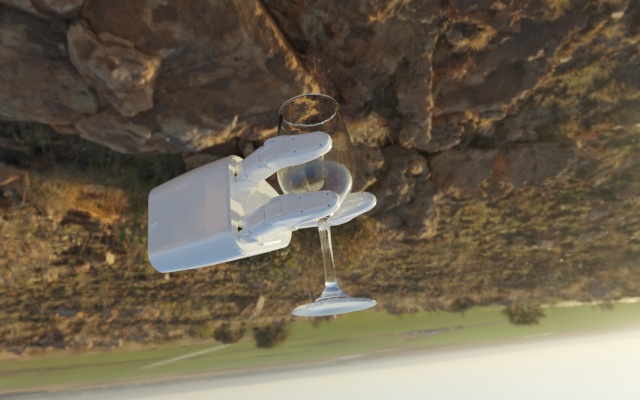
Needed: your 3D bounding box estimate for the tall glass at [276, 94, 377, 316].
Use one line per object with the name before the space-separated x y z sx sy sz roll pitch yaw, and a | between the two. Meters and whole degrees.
tall glass | 0.000 0.002 0.449 0.079 0.201 0.079 -6 -20 -2
